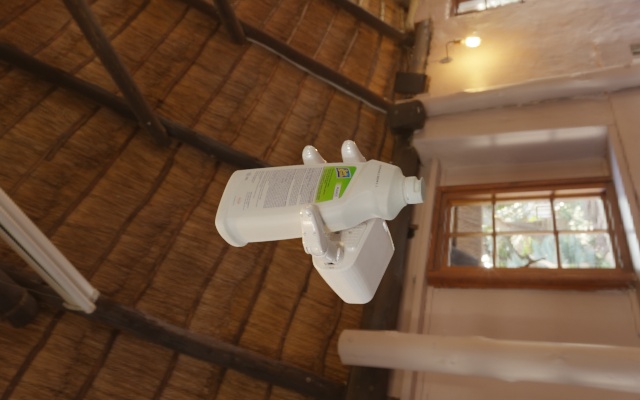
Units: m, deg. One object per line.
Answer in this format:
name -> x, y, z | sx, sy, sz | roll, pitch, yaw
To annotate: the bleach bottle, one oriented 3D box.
bleach bottle -> 0.000, 0.002, 0.585 | 0.251, 0.102, 0.068 | -3, -35, 24
